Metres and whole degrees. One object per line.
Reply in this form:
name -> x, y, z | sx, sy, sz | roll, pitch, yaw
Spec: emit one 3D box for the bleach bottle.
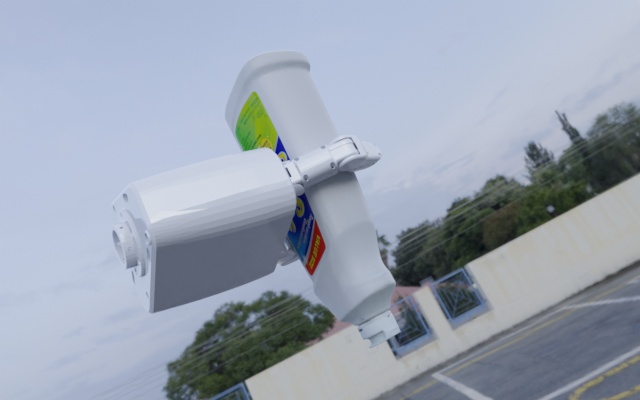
bleach bottle -> 0.000, 0.001, 0.411 | 0.068, 0.250, 0.103 | -17, -18, -34
